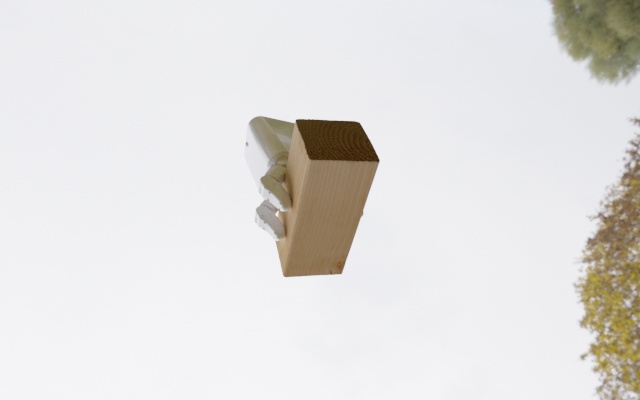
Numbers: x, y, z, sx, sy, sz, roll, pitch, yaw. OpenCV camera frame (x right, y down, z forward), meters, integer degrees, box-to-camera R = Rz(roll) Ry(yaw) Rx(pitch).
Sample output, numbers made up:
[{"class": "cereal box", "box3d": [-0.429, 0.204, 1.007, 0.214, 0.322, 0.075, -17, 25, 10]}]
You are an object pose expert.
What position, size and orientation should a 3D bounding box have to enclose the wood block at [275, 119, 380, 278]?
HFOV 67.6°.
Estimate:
[{"class": "wood block", "box3d": [0.000, 0.002, 0.647, 0.091, 0.206, 0.090, -1, 42, -17]}]
